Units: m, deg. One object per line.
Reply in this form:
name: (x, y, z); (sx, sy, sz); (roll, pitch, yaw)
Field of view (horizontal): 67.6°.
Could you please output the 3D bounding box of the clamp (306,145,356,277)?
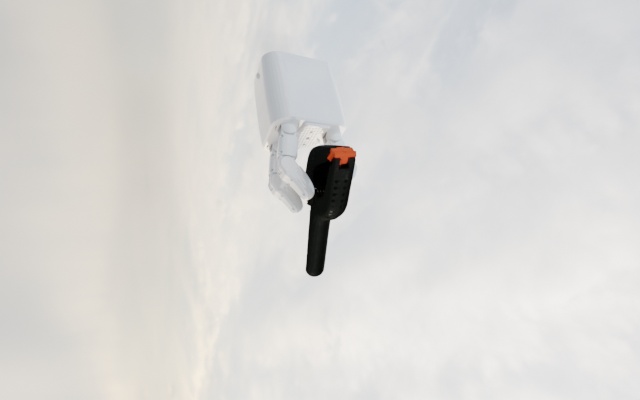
clamp: (0.001, 0.002, 0.616); (0.036, 0.164, 0.210); (-7, -18, -21)
